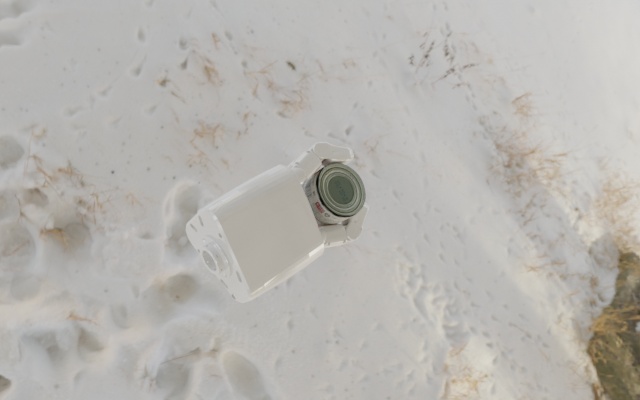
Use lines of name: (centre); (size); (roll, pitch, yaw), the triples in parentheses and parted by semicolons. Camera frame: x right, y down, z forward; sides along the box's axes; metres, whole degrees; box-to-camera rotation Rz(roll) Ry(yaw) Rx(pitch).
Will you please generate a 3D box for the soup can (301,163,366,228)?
soup can: (0.001, 0.002, 0.588); (0.068, 0.068, 0.102); (0, -17, -31)
